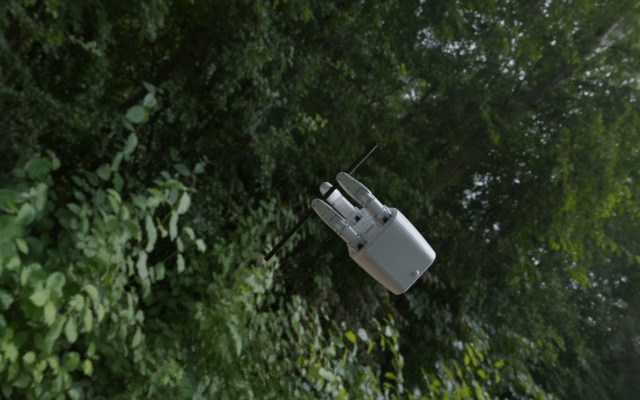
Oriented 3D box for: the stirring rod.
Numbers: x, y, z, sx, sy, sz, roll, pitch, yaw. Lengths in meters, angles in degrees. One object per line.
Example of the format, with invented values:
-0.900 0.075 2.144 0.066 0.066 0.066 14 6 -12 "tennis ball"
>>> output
0.000 0.002 0.720 0.011 0.239 0.011 43 -1 1 "stirring rod"
